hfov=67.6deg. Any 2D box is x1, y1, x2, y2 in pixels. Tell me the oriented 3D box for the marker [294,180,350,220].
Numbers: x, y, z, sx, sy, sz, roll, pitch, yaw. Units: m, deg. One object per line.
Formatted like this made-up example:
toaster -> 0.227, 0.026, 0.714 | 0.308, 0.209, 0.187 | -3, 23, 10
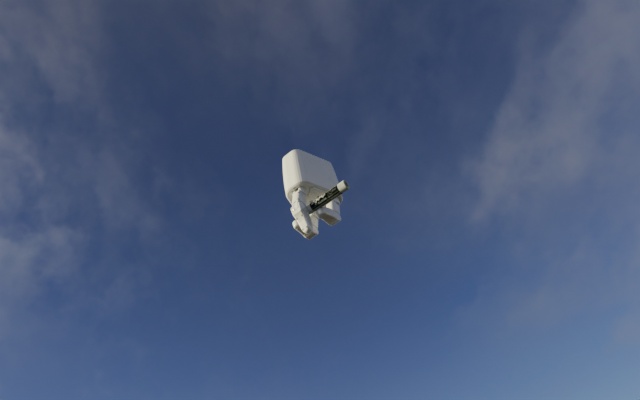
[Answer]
marker -> 0.000, 0.003, 0.869 | 0.121, 0.020, 0.020 | -34, -14, 21
